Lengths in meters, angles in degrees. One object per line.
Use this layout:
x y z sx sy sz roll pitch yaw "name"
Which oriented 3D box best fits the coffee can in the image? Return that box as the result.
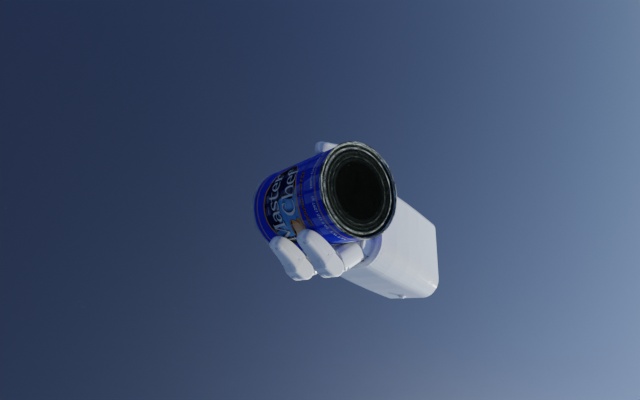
0.000 0.002 0.538 0.103 0.103 0.140 0 -10 -37 "coffee can"
